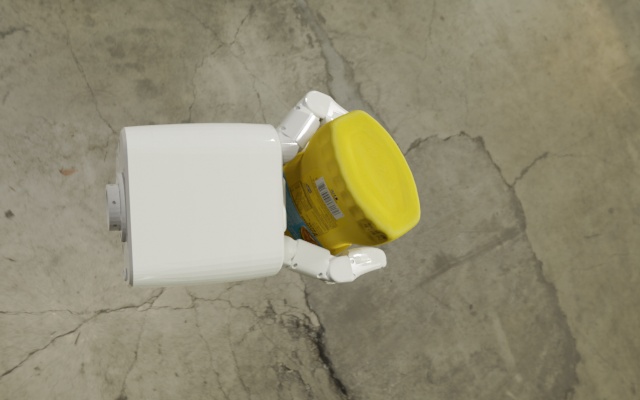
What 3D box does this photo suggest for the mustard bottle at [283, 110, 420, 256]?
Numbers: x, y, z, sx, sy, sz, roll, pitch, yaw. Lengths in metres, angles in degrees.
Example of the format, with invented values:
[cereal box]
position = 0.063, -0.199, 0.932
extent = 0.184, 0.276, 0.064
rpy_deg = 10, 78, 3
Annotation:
[mustard bottle]
position = 0.000, 0.001, 0.414
extent = 0.058, 0.096, 0.192
rpy_deg = -31, 1, -29
